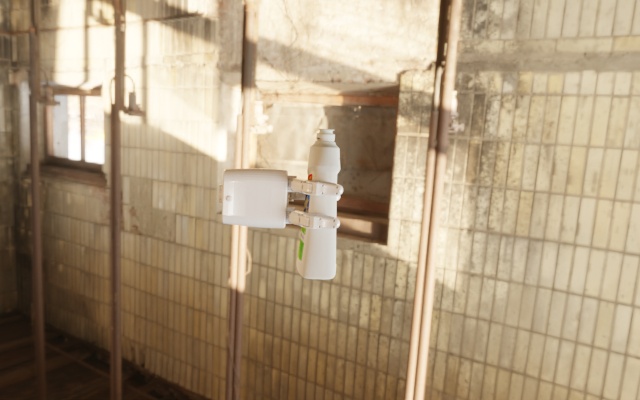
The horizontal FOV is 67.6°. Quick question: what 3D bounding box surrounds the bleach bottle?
[{"bbox_3d":[0.000,0.003,0.827,0.068,0.251,0.102,3,9,-7],"label":"bleach bottle"}]
